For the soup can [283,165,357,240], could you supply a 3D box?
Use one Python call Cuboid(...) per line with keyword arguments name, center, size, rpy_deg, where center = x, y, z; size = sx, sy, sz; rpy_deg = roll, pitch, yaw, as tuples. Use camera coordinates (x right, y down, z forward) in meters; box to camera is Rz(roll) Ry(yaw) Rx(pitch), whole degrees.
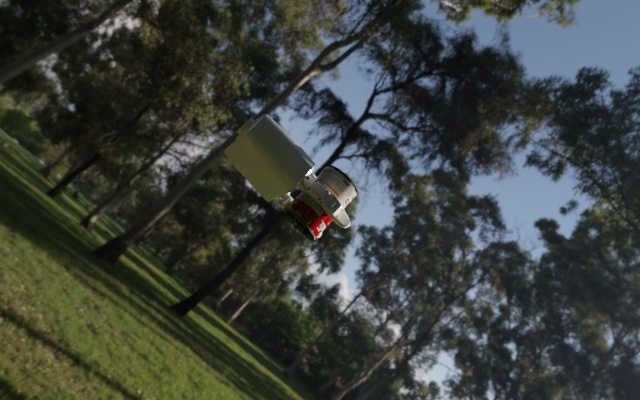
Cuboid(name="soup can", center=(0.001, 0.003, 0.745), size=(0.102, 0.068, 0.068), rpy_deg=(-46, 15, -15))
